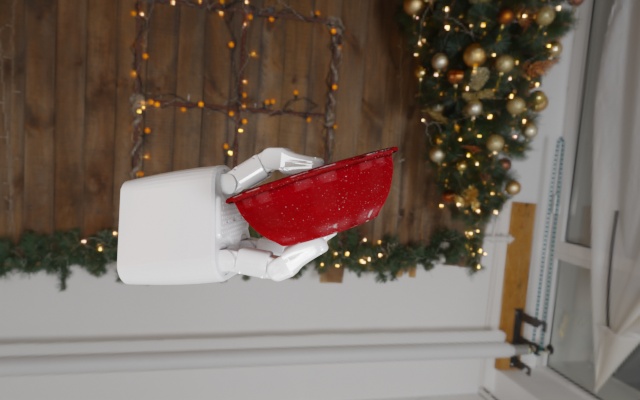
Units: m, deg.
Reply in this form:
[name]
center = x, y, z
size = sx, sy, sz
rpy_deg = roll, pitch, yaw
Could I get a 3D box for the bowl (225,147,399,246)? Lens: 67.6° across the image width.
[bowl]
center = 0.001, 0.001, 0.431
size = 0.162, 0.055, 0.162
rpy_deg = -18, 0, 0
